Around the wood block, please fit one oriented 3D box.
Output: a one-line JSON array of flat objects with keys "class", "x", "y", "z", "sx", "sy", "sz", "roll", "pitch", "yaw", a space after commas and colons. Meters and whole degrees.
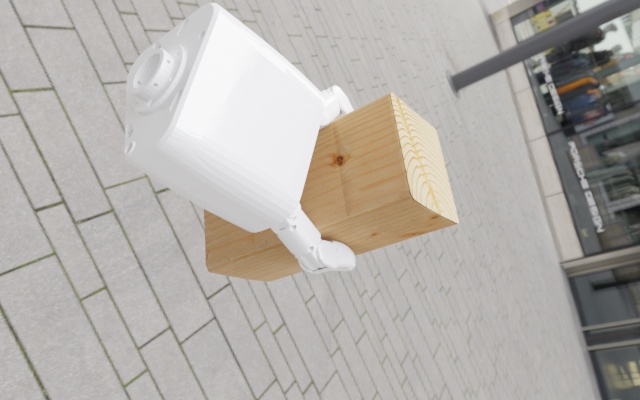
[{"class": "wood block", "x": 0.000, "y": 0.002, "z": 0.423, "sx": 0.206, "sy": 0.090, "sz": 0.090, "roll": -21, "pitch": -26, "yaw": 31}]
